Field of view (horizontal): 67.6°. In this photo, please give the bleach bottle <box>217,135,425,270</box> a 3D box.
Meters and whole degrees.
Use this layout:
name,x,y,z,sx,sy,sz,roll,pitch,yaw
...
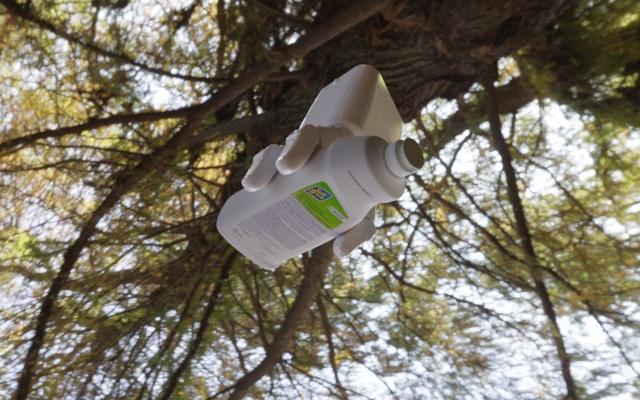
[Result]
name,x,y,z,sx,sy,sz,roll,pitch,yaw
bleach bottle,0.000,0.002,0.487,0.102,0.068,0.251,41,-41,-25
